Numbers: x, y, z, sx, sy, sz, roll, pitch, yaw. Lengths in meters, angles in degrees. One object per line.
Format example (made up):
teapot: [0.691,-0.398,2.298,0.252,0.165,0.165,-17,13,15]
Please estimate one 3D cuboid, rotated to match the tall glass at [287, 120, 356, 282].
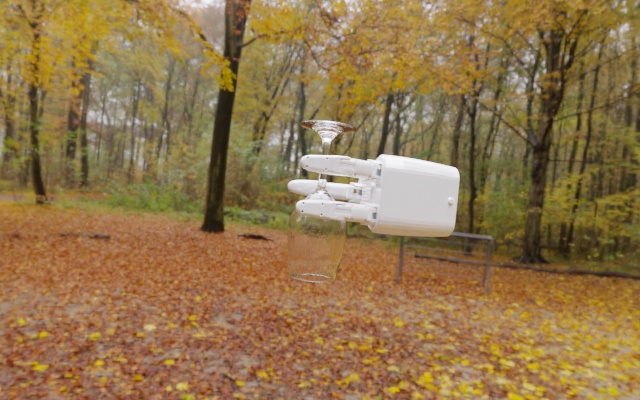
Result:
tall glass: [0.000,0.001,0.623,0.079,0.201,0.079,6,-1,0]
